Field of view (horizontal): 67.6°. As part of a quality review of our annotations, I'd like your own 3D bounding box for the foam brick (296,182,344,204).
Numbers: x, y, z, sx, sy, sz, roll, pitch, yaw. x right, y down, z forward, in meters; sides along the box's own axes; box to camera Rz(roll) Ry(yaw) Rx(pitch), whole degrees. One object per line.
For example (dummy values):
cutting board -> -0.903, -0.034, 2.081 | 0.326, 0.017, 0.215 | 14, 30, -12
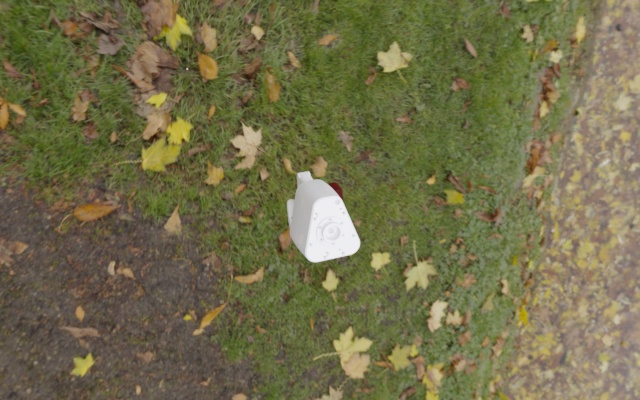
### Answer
foam brick -> 0.000, 0.003, 0.873 | 0.078, 0.053, 0.051 | -11, 18, -12
